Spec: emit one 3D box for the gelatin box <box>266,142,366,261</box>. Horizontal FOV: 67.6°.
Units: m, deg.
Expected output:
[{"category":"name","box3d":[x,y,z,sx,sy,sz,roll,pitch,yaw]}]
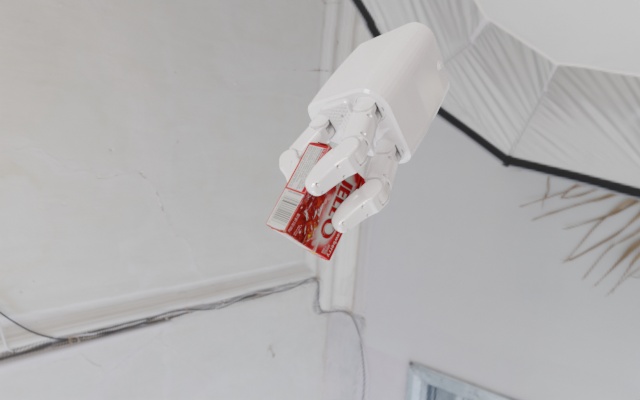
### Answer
[{"category":"gelatin box","box3d":[0.000,0.002,0.445,0.030,0.089,0.073,19,-13,42]}]
